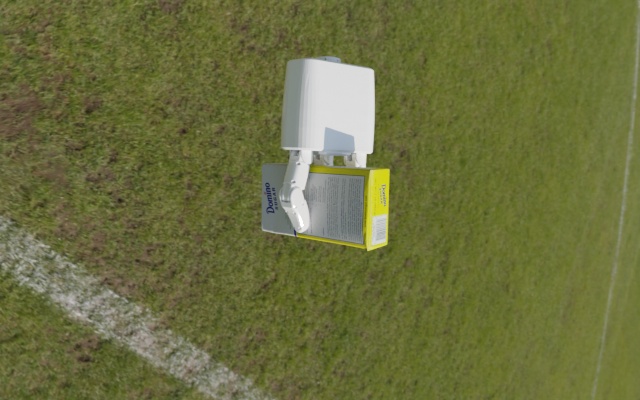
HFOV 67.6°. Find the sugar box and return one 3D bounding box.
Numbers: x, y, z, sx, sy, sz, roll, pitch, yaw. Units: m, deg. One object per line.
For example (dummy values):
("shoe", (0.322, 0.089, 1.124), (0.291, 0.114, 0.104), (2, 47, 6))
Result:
("sugar box", (0.001, 0.002, 0.596), (0.176, 0.093, 0.048), (8, 10, 42))
